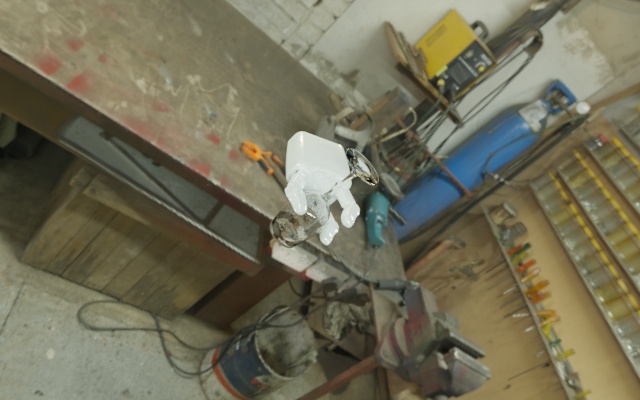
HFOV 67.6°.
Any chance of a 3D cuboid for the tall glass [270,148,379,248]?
[{"bbox_3d":[0.001,0.002,0.807,0.201,0.079,0.079,-40,-21,27],"label":"tall glass"}]
